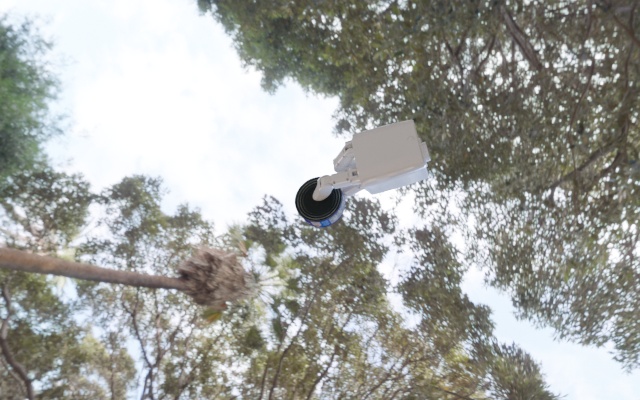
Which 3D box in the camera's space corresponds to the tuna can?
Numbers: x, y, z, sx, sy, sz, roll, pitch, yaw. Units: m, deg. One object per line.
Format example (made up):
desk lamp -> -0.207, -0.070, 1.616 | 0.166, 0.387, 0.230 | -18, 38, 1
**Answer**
tuna can -> 0.000, 0.003, 0.837 | 0.086, 0.086, 0.034 | 0, -23, 17
